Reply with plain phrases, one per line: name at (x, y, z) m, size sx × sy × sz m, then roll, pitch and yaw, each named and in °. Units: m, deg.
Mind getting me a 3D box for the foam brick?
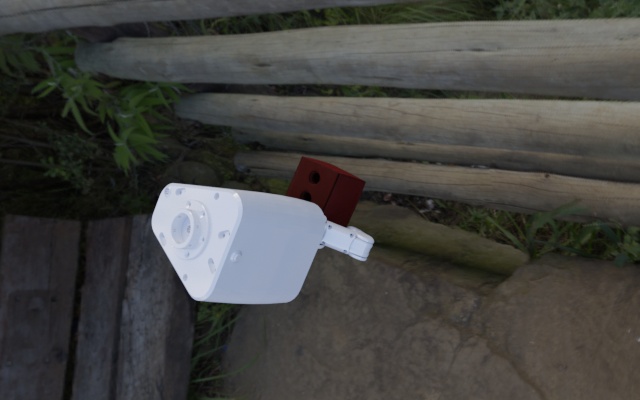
foam brick at (0.000, 0.001, 0.489) m, size 0.053 × 0.078 × 0.051 m, roll 28°, pitch 9°, yaw 38°
